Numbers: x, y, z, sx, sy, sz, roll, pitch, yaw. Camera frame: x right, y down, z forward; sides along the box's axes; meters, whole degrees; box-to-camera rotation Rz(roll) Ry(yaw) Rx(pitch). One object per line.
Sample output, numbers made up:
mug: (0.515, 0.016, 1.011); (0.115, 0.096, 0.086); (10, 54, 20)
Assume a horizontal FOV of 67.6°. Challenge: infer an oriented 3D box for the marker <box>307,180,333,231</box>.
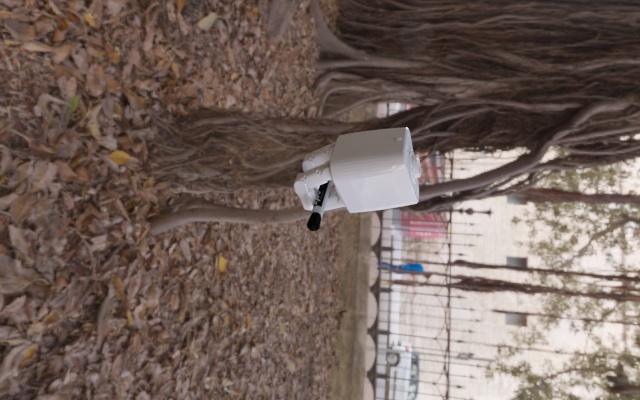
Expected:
marker: (0.000, 0.002, 0.719); (0.020, 0.020, 0.121); (0, 39, 14)
